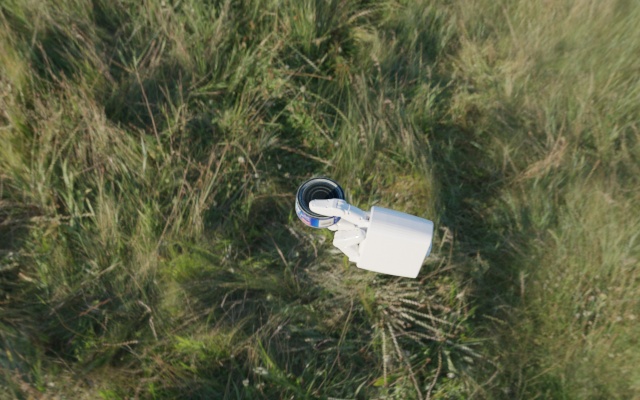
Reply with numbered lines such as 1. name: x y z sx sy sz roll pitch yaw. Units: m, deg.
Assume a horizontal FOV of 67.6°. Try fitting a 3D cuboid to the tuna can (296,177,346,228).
1. tuna can: 0.000 0.002 0.820 0.086 0.086 0.034 0 -31 -3
